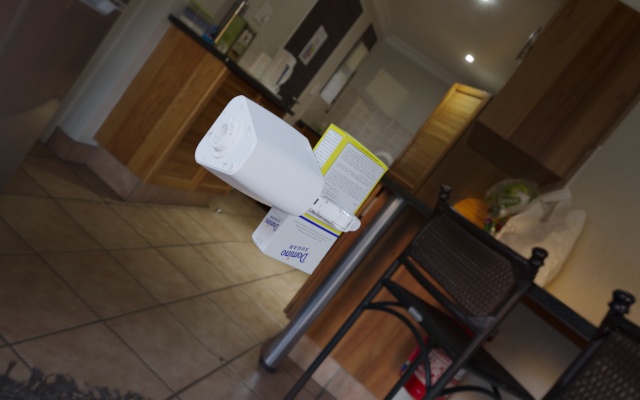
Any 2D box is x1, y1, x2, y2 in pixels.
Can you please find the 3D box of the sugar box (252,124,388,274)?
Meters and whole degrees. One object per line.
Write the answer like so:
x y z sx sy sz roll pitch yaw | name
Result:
0.000 0.002 0.606 0.093 0.176 0.048 32 9 -41 | sugar box
